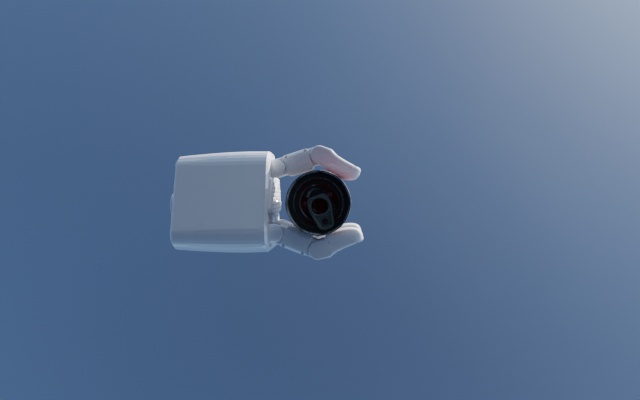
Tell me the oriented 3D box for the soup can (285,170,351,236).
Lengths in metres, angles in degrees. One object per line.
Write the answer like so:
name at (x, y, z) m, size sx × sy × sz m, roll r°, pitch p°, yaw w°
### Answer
soup can at (0.001, 0.002, 0.540) m, size 0.068 × 0.068 × 0.102 m, roll 0°, pitch 1°, yaw 3°
